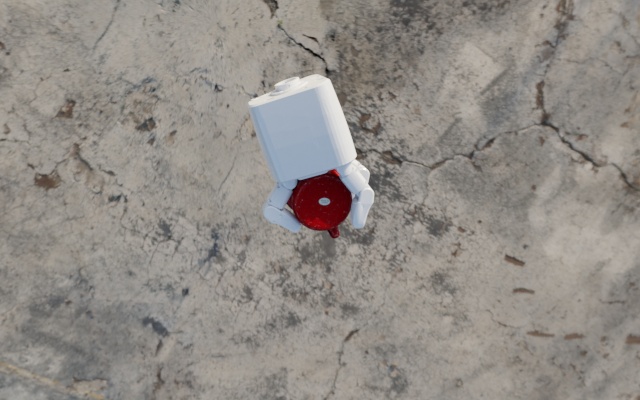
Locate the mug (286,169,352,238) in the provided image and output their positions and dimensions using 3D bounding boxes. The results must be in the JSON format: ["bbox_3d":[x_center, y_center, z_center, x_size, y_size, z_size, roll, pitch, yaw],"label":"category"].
[{"bbox_3d":[0.001,0.004,0.671,0.093,0.117,0.081,-22,22,-4],"label":"mug"}]
